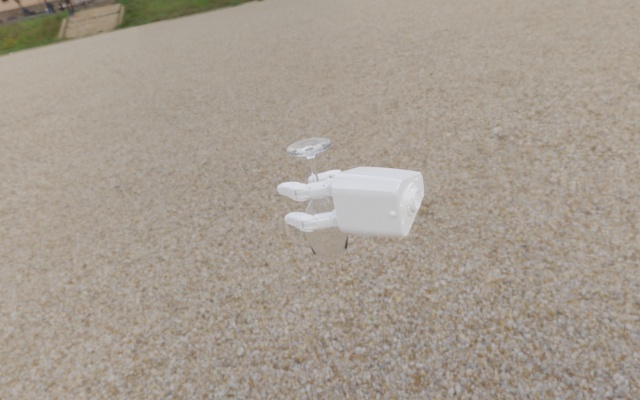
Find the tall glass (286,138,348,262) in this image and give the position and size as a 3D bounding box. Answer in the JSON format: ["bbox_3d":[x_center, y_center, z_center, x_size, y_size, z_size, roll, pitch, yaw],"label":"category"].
[{"bbox_3d":[0.000,0.002,0.793,0.079,0.201,0.079,-9,26,5],"label":"tall glass"}]
